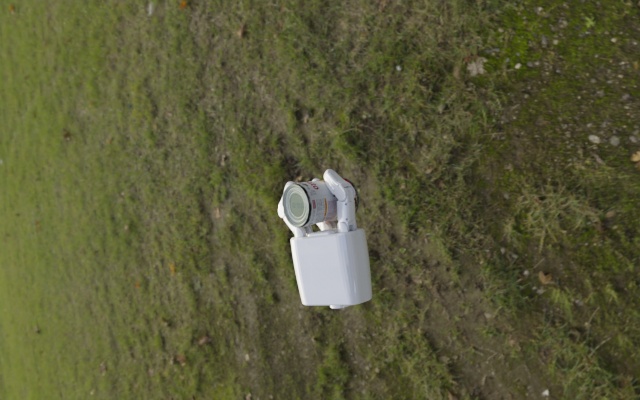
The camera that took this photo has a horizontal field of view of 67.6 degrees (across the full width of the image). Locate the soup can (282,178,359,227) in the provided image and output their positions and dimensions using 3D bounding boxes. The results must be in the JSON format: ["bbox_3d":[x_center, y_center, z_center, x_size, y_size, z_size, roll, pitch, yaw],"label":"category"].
[{"bbox_3d":[0.000,0.002,0.736,0.102,0.068,0.068,-8,5,-41],"label":"soup can"}]
